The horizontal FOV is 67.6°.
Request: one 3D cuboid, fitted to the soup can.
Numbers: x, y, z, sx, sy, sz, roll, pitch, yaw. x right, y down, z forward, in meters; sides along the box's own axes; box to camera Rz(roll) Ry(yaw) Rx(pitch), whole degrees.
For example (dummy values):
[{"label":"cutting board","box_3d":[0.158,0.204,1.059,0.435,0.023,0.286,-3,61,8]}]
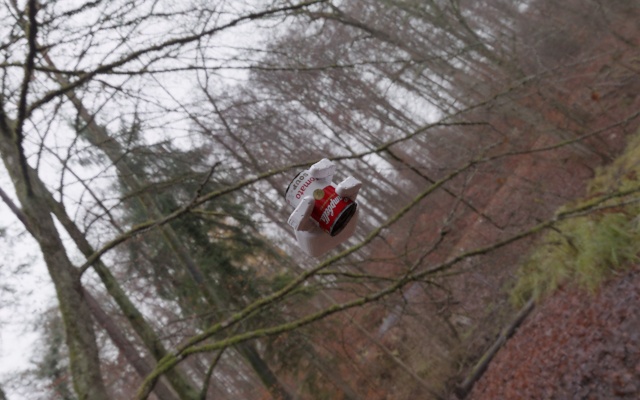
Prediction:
[{"label":"soup can","box_3d":[0.000,0.002,0.784,0.102,0.068,0.068,37,13,18]}]
